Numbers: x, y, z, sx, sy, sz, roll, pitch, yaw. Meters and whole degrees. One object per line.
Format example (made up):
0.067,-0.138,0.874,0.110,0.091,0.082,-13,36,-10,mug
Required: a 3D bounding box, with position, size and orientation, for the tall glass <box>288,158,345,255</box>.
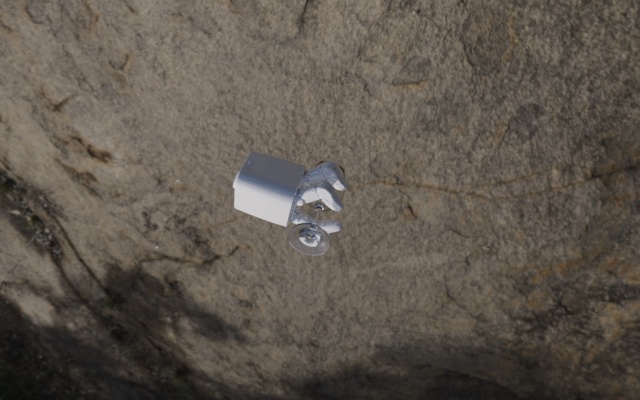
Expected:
0.000,0.003,0.871,0.079,0.079,0.201,0,39,14,tall glass
